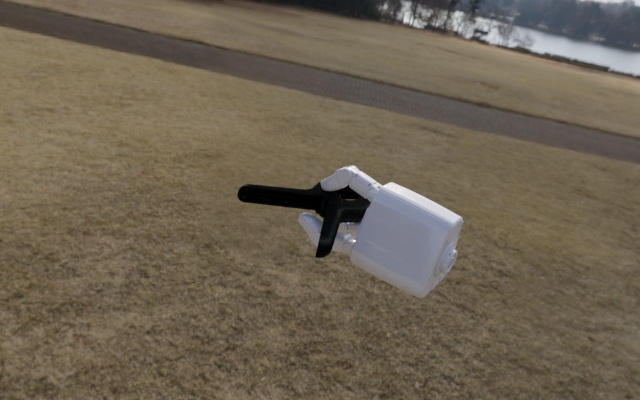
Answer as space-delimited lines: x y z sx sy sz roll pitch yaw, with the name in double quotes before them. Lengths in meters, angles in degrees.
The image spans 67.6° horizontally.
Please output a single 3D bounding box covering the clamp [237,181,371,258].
"clamp" 0.001 0.001 0.673 0.164 0.036 0.210 30 31 26
